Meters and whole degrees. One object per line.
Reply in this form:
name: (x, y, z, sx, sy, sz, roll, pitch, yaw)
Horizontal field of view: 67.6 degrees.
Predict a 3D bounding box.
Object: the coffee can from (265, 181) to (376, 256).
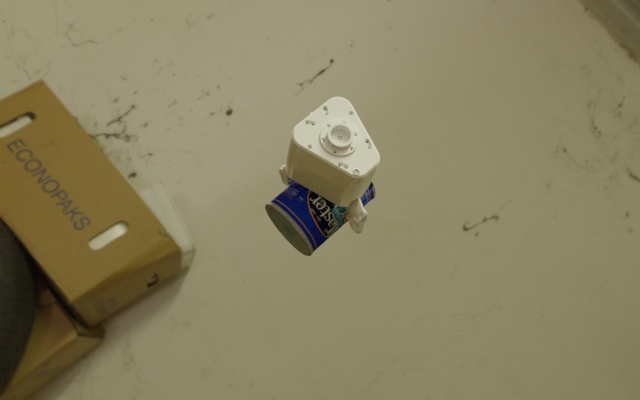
coffee can: (0.000, 0.003, 0.740, 0.140, 0.103, 0.103, -41, 14, -17)
